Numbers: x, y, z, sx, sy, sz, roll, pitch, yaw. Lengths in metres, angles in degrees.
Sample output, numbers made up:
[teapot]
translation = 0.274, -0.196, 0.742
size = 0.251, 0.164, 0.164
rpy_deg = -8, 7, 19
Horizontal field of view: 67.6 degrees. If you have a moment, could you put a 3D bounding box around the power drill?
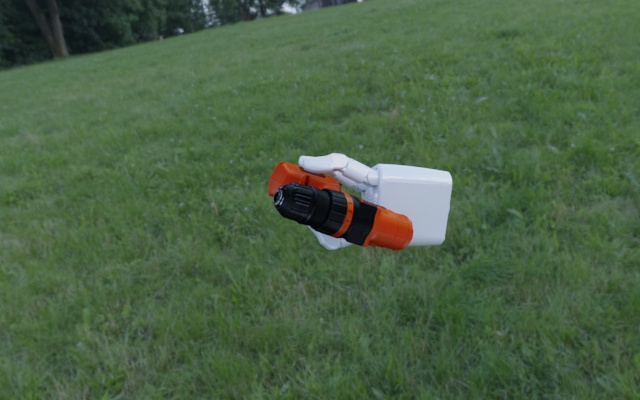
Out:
[power drill]
translation = 0.000, 0.002, 0.603
size = 0.184, 0.057, 0.187
rpy_deg = 19, 8, -30
